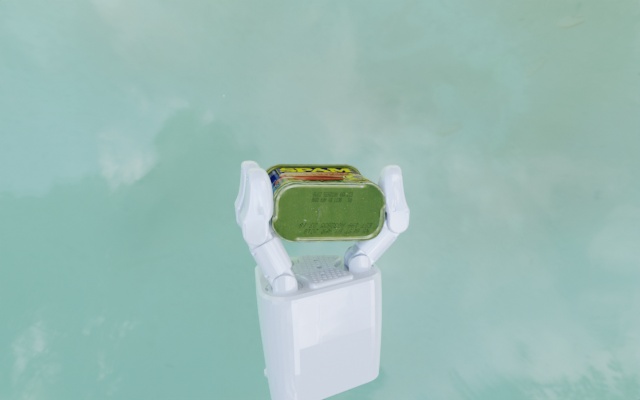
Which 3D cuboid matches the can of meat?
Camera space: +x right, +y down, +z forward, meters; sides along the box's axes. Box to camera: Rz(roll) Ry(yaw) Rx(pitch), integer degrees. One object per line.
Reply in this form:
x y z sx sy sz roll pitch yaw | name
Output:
0.000 0.001 0.430 0.102 0.057 0.084 0 13 -11 | can of meat
